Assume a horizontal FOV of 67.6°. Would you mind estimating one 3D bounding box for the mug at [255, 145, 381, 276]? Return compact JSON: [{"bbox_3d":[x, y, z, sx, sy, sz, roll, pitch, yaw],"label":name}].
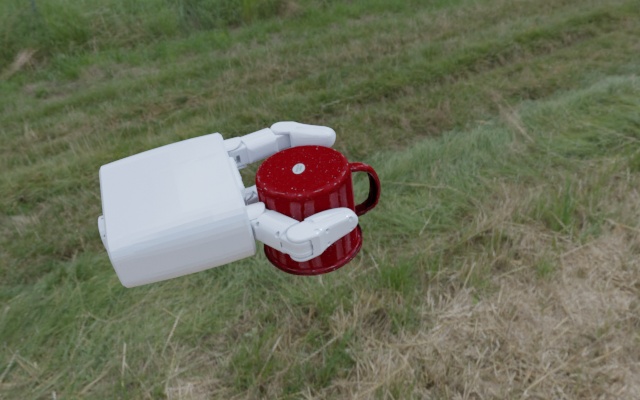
[{"bbox_3d":[0.001,0.001,0.423,0.117,0.082,0.093,-17,38,-13],"label":"mug"}]
